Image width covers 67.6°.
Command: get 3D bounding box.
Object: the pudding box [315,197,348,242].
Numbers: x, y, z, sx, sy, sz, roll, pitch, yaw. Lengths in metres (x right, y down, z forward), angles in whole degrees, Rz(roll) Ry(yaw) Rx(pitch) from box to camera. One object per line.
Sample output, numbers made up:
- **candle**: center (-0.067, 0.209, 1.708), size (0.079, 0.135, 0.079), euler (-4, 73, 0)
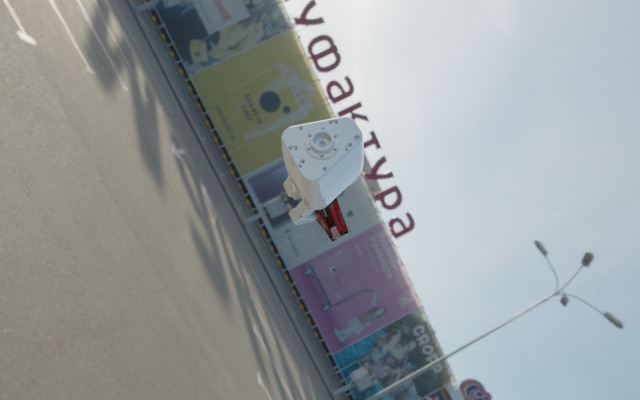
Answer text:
- **pudding box**: center (0.000, 0.003, 0.820), size (0.039, 0.090, 0.113), euler (-26, 42, -7)
